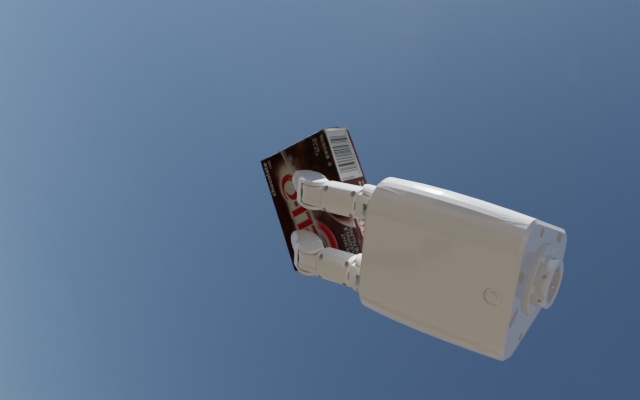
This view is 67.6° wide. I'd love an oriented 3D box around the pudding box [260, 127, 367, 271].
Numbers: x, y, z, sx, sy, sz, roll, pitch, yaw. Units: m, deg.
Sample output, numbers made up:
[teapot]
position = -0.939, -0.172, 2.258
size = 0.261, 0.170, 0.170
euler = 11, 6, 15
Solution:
[pudding box]
position = 0.000, 0.001, 0.430
size = 0.090, 0.113, 0.039
euler = -20, -5, 43
